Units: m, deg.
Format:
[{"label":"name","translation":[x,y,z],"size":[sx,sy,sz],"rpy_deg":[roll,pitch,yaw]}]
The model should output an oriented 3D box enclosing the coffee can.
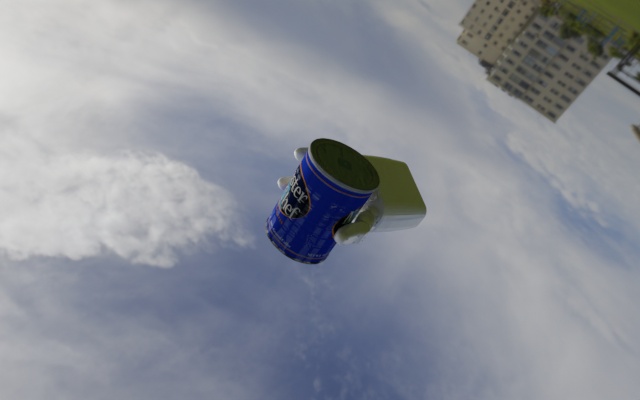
[{"label":"coffee can","translation":[0.000,0.002,0.646],"size":[0.103,0.140,0.102],"rpy_deg":[23,32,-16]}]
